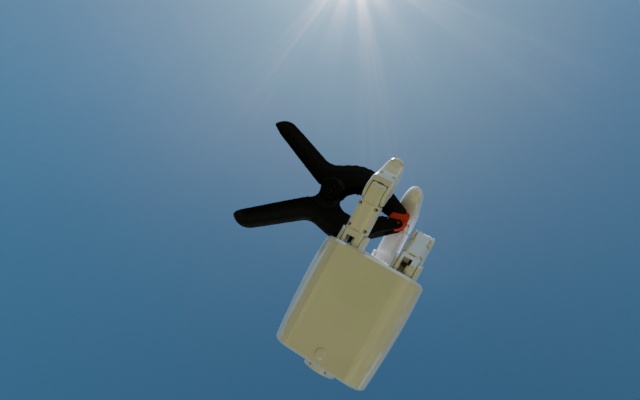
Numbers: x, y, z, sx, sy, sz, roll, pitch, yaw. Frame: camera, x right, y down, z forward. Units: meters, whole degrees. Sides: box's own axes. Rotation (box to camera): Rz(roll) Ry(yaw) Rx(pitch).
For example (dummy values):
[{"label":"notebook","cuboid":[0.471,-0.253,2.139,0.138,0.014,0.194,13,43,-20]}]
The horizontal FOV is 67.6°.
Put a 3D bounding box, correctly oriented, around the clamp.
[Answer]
[{"label":"clamp","cuboid":[0.000,0.002,0.480,0.171,0.120,0.039,28,-7,15]}]
